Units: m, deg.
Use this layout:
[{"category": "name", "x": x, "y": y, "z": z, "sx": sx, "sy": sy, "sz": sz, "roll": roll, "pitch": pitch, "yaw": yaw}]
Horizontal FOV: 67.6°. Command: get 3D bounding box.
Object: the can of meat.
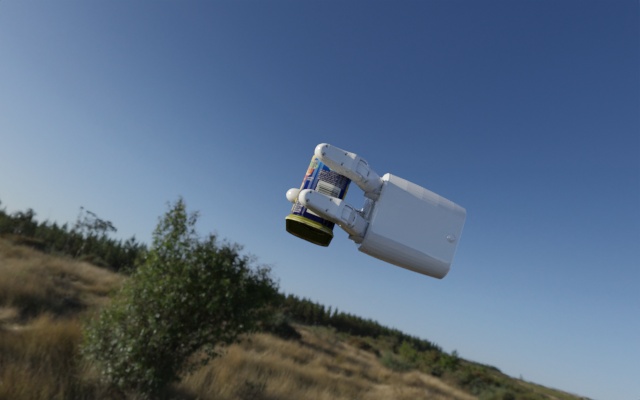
[{"category": "can of meat", "x": 0.000, "y": 0.002, "z": 0.570, "sx": 0.057, "sy": 0.084, "sz": 0.102, "roll": 21, "pitch": -14, "yaw": 2}]
